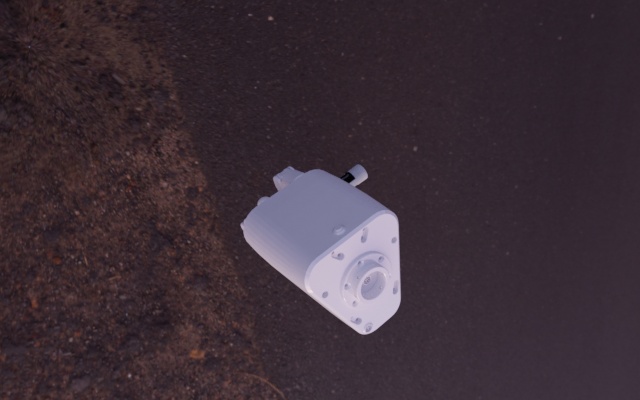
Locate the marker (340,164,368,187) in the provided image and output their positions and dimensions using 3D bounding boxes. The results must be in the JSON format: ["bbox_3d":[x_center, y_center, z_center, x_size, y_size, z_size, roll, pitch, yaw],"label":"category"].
[{"bbox_3d":[0.000,0.002,0.513,0.121,0.020,0.020,-36,12,-17],"label":"marker"}]
